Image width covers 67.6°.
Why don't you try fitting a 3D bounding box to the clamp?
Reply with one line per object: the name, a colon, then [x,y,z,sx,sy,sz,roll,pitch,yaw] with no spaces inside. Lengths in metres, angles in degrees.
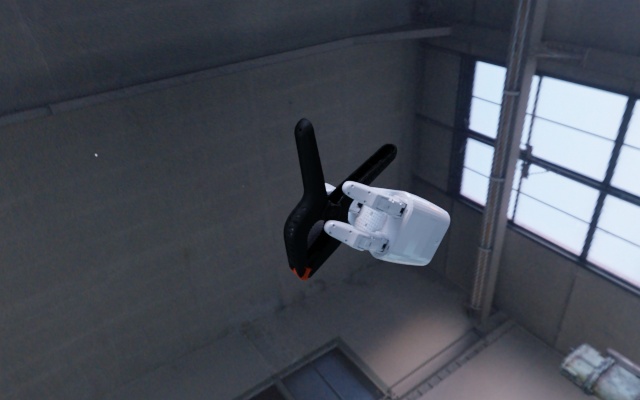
clamp: [0.000,0.002,0.604,0.164,0.210,0.036,18,12,-42]
